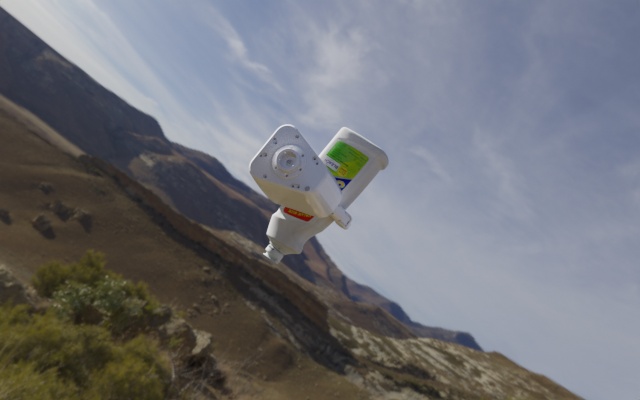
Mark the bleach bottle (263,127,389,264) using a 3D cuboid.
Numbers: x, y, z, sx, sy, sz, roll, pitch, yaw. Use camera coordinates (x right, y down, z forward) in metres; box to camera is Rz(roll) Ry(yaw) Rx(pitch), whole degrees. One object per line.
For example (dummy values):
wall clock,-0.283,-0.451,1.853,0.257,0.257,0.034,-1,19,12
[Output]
bleach bottle,0.000,0.003,0.796,0.102,0.251,0.068,35,-8,20
